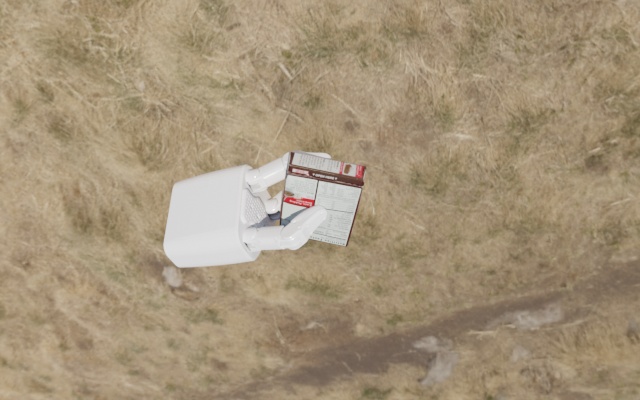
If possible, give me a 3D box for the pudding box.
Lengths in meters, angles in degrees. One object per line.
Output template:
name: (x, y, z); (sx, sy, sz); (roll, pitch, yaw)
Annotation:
pudding box: (0.000, 0.002, 0.567); (0.090, 0.039, 0.114); (10, -42, -1)
